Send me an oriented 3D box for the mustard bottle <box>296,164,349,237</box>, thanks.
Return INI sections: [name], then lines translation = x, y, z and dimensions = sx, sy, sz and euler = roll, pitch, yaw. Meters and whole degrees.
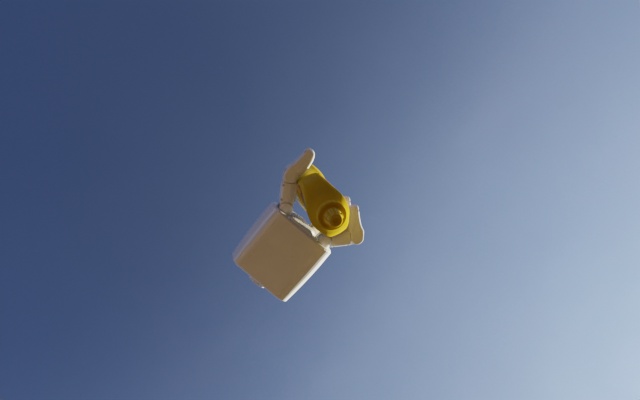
[mustard bottle]
translation = 0.000, 0.002, 0.710
dimensions = 0.058, 0.096, 0.191
euler = -27, 19, -4
